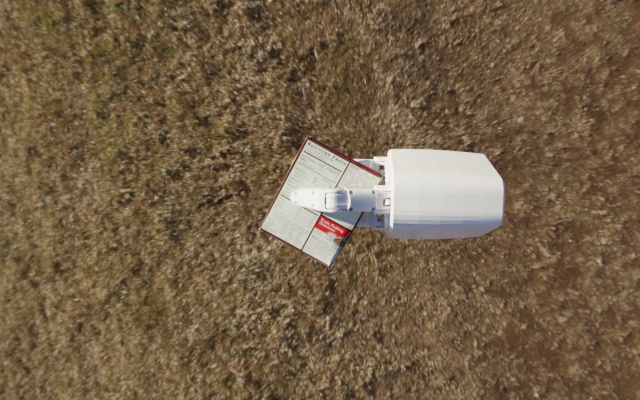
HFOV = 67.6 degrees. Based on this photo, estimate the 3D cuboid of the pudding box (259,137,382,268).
[{"bbox_3d":[0.000,0.002,0.504,0.090,0.113,0.039,29,6,2],"label":"pudding box"}]
